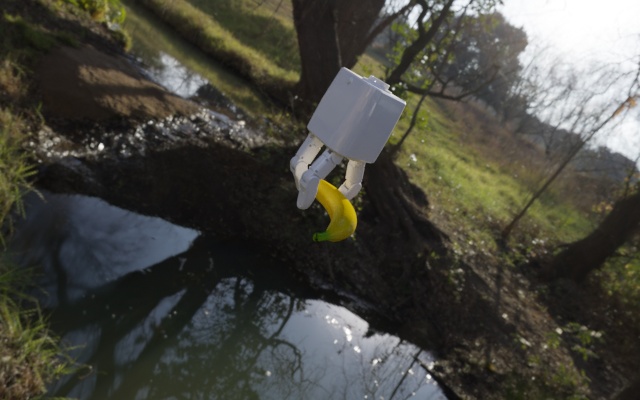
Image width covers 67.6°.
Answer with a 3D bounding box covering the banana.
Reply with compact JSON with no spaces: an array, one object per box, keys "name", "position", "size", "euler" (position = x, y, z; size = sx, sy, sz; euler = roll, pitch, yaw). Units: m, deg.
[{"name":"banana","position":[0.017,0.011,0.721],"size":[0.069,0.037,0.197],"euler":[22,20,-15]}]
